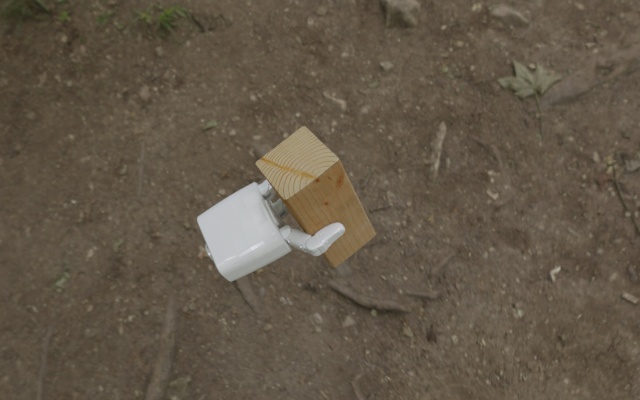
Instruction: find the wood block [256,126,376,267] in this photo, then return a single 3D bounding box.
[{"bbox_3d":[0.000,0.003,0.711,0.090,0.090,0.206,49,-6,37],"label":"wood block"}]
